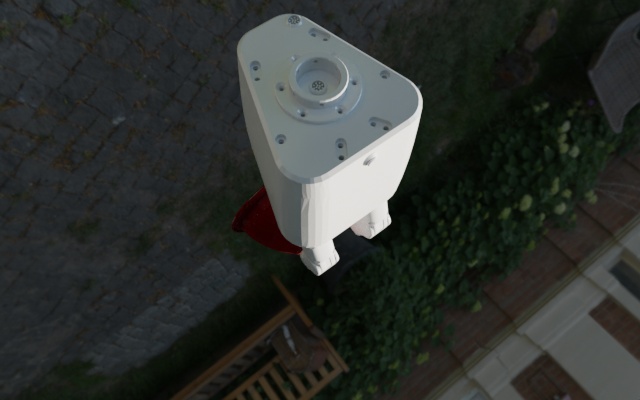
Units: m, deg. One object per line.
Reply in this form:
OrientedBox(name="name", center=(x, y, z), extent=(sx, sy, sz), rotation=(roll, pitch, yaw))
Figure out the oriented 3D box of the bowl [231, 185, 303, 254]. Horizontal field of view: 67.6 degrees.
OrientedBox(name="bowl", center=(0.000, 0.002, 0.443), extent=(0.162, 0.055, 0.162), rotation=(-35, -8, -6))
